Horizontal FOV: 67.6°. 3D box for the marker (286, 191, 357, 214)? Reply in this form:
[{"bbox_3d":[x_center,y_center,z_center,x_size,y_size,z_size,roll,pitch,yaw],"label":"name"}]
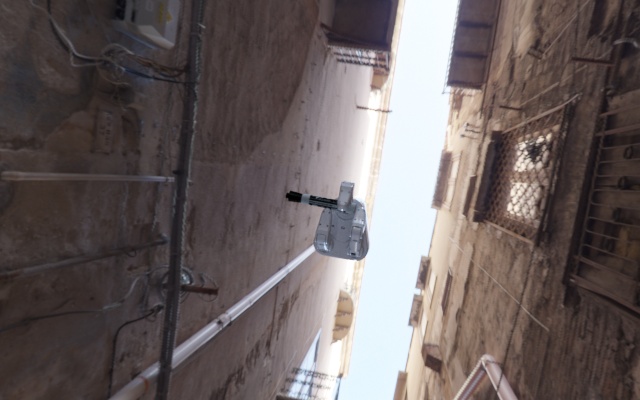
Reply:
[{"bbox_3d":[0.000,0.003,0.806,0.121,0.020,0.020,11,2,9],"label":"marker"}]
